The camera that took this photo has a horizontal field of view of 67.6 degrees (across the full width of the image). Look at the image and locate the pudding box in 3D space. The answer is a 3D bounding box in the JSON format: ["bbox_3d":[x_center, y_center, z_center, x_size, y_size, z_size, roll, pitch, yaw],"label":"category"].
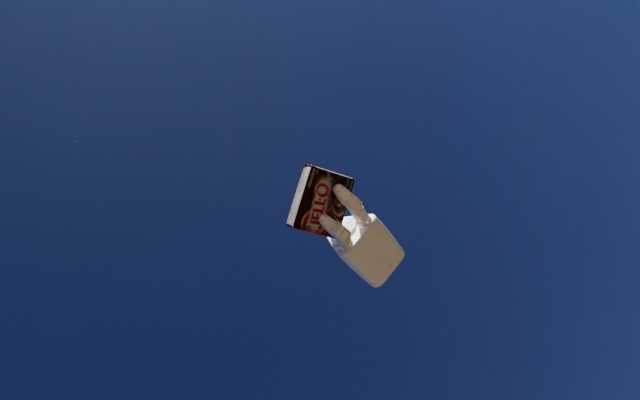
[{"bbox_3d":[0.000,0.003,0.829,0.090,0.113,0.039,16,0,-29],"label":"pudding box"}]
